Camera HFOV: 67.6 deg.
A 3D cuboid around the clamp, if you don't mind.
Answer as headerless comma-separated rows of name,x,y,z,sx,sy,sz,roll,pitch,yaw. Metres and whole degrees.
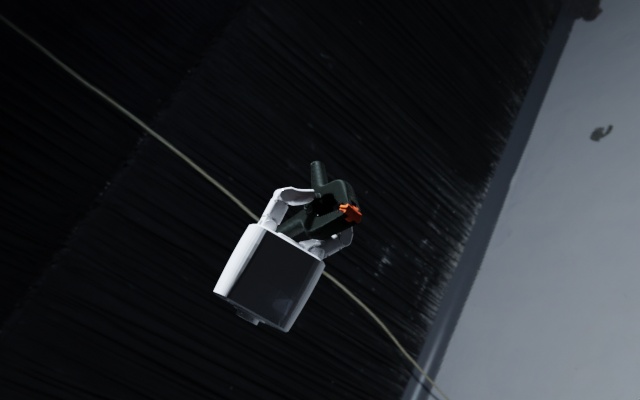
clamp,0.000,0.002,0.707,0.036,0.164,0.210,36,-19,-24
